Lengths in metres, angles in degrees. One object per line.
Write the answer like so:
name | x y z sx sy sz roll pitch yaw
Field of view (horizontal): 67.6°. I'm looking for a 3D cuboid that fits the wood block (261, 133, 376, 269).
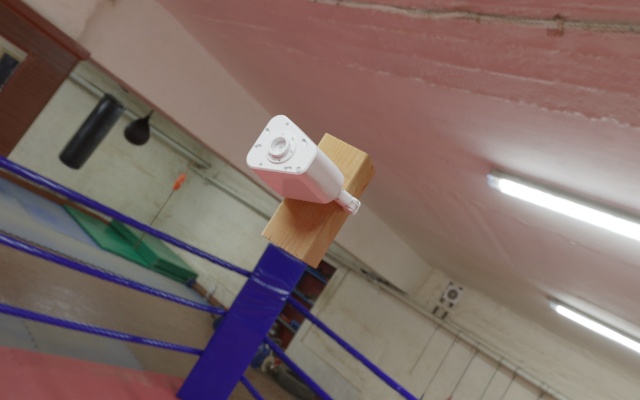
wood block | 0.000 0.003 0.828 0.091 0.206 0.090 30 -7 21
